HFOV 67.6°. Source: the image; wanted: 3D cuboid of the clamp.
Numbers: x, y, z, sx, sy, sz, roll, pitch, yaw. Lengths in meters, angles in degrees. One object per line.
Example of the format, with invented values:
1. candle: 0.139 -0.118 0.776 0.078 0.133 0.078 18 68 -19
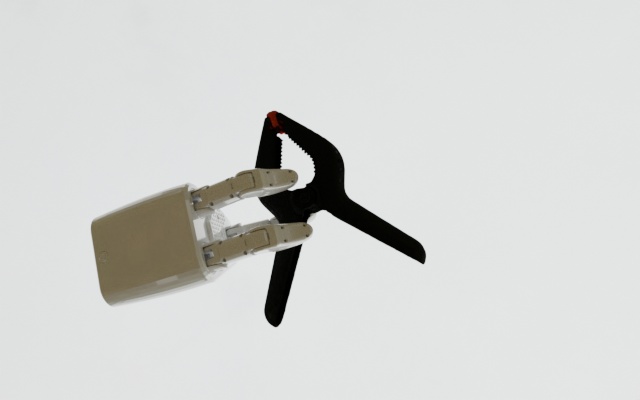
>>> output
1. clamp: 0.000 0.001 0.474 0.164 0.210 0.036 -18 -14 7
